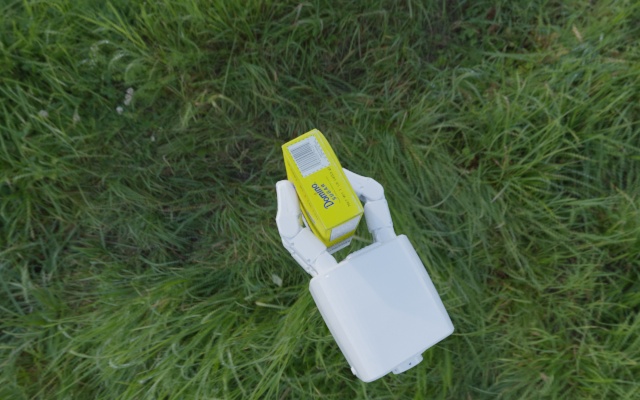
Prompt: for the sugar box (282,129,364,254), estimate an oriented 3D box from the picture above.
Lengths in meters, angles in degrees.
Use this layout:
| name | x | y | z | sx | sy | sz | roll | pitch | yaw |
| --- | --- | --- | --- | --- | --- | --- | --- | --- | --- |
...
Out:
| name | x | y | z | sx | sy | sz | roll | pitch | yaw |
| --- | --- | --- | --- | --- | --- | --- | --- | --- | --- |
| sugar box | 0.000 | 0.002 | 0.515 | 0.048 | 0.093 | 0.176 | -25 | -14 | -9 |
